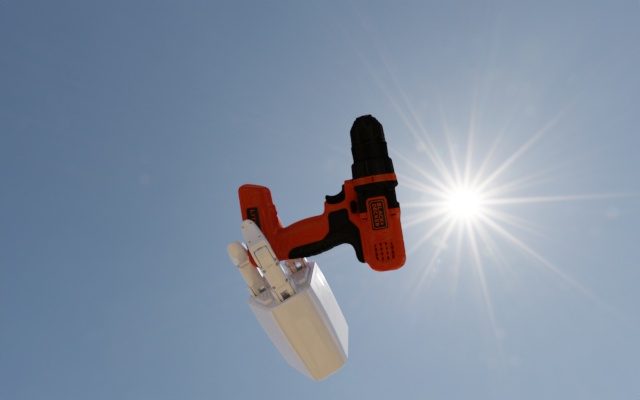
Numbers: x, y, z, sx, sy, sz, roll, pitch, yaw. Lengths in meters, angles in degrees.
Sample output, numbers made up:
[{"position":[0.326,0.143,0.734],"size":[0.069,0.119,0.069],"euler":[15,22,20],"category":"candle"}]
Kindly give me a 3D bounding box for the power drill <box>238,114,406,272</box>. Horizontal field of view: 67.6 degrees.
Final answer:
[{"position":[0.000,0.002,0.570],"size":[0.187,0.184,0.057],"euler":[-10,-5,12],"category":"power drill"}]
